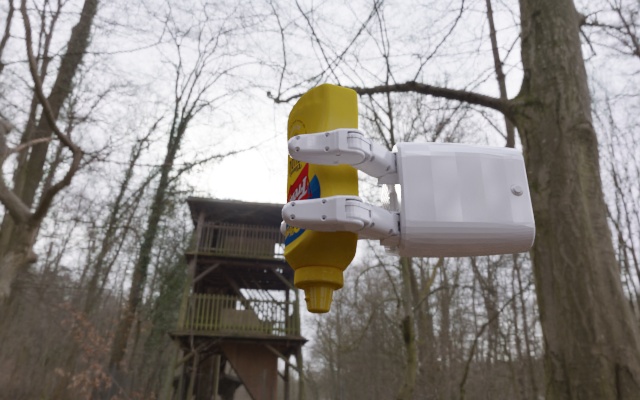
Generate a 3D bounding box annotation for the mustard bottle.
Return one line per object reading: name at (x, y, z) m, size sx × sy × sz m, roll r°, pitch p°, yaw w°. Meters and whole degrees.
mustard bottle at (0.000, 0.001, 0.420) m, size 0.058 × 0.191 × 0.096 m, roll 10°, pitch -24°, yaw -23°
